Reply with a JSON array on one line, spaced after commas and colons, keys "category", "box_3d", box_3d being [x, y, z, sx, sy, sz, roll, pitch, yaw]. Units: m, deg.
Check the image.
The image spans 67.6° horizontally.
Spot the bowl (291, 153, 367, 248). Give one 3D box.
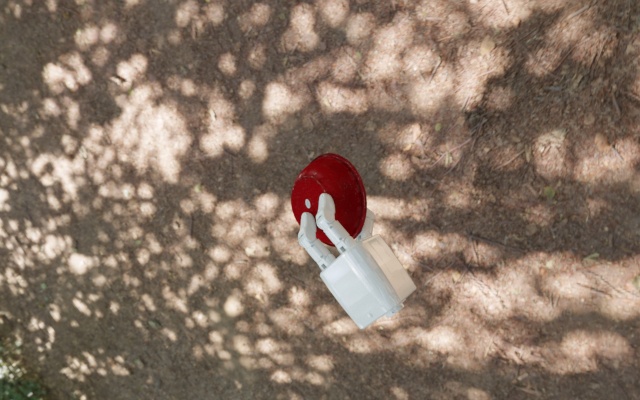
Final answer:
[{"category": "bowl", "box_3d": [-0.001, 0.002, 0.797, 0.055, 0.162, 0.162, -8, 6, -42]}]
